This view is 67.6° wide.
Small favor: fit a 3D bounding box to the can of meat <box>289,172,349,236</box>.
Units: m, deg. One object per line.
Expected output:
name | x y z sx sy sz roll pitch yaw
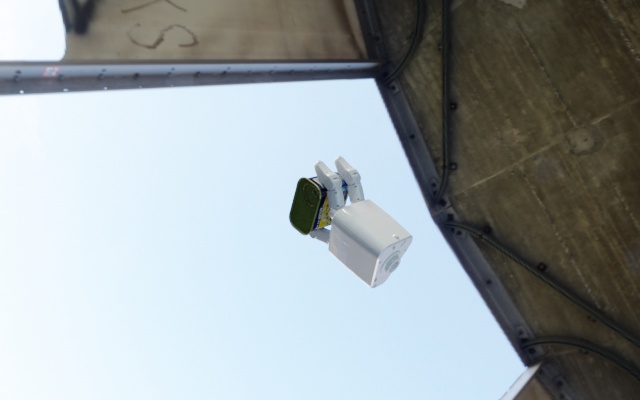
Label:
can of meat | 0.000 0.003 0.843 0.084 0.102 0.057 -16 42 -43
